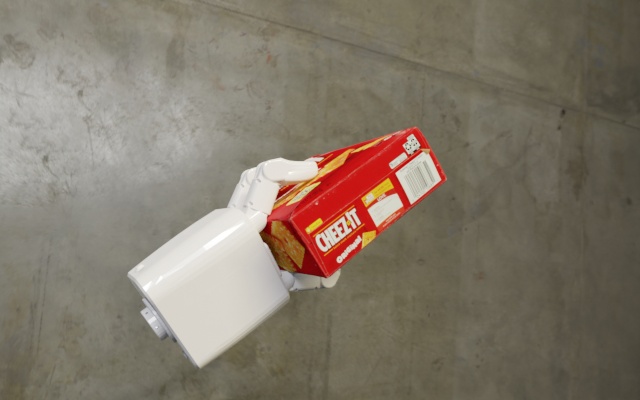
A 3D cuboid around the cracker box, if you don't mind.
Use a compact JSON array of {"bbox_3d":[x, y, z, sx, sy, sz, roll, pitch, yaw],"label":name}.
[{"bbox_3d":[0.000,0.002,0.515,0.164,0.072,0.214,-36,14,-24],"label":"cracker box"}]
